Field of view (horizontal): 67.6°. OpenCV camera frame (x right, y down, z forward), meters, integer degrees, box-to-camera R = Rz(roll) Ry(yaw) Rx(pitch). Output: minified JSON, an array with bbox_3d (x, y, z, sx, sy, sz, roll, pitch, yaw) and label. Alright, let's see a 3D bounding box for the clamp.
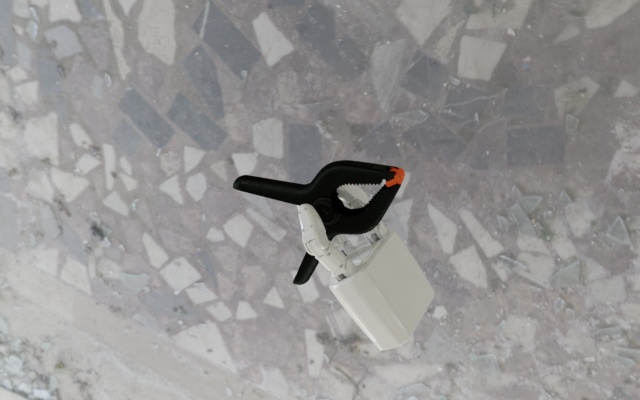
[{"bbox_3d":[0.000,0.002,0.578,0.210,0.164,0.036,-32,11,29],"label":"clamp"}]
